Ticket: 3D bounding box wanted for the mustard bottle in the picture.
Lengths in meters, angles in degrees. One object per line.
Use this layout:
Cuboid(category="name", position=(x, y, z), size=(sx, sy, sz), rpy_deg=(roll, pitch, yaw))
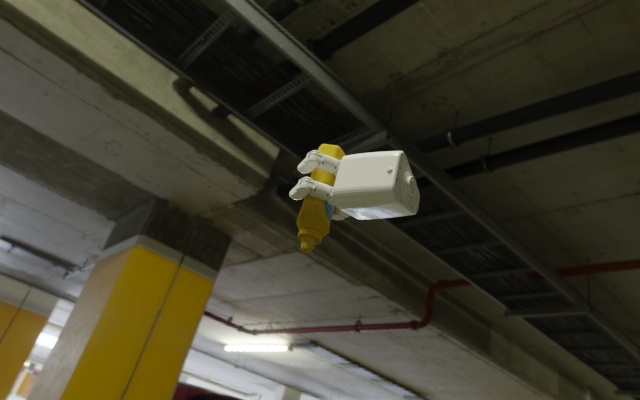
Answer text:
Cuboid(category="mustard bottle", position=(0.000, 0.002, 0.834), size=(0.058, 0.191, 0.096), rpy_deg=(10, -30, 11))
